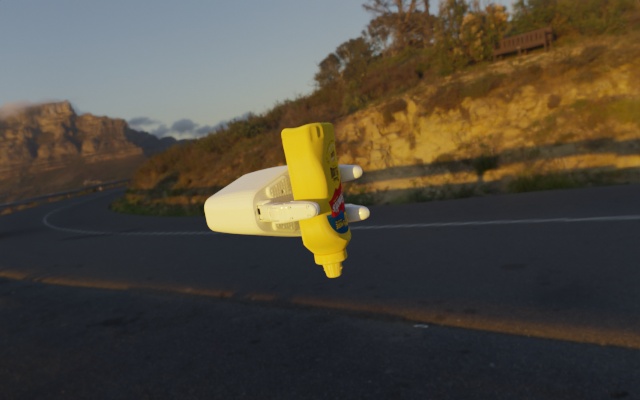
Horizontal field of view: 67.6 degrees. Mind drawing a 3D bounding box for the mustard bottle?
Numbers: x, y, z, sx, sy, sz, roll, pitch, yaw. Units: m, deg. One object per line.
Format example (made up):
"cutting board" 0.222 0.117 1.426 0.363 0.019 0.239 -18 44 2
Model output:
"mustard bottle" 0.000 0.002 0.595 0.058 0.191 0.096 -8 7 17
